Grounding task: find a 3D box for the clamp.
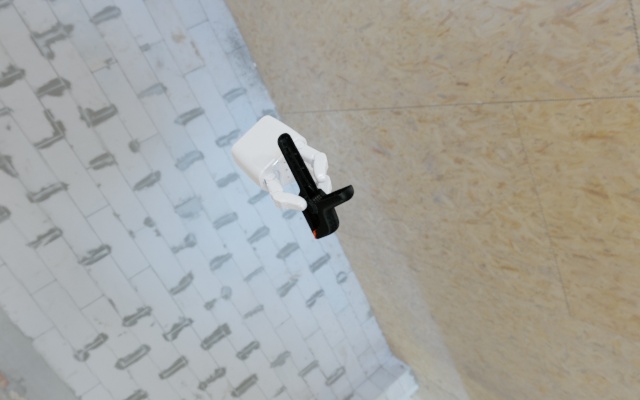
[{"bbox_3d":[-0.001,0.003,0.790,0.036,0.210,0.164,-35,52,-21],"label":"clamp"}]
